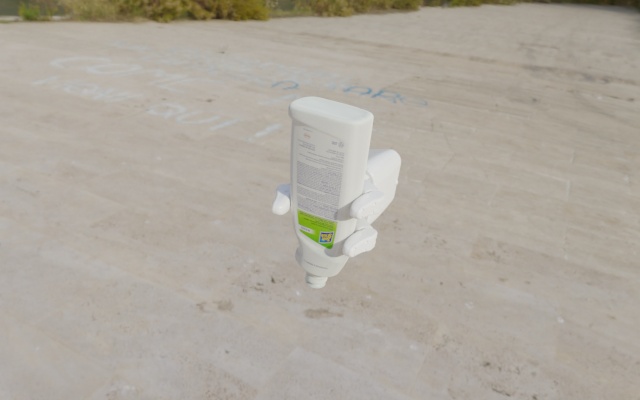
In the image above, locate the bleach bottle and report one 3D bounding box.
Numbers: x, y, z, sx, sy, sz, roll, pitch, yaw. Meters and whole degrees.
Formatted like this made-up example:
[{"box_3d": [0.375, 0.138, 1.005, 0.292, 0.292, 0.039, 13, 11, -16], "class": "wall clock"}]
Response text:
[{"box_3d": [0.000, 0.002, 0.618, 0.102, 0.251, 0.068, 20, 30, 23], "class": "bleach bottle"}]
